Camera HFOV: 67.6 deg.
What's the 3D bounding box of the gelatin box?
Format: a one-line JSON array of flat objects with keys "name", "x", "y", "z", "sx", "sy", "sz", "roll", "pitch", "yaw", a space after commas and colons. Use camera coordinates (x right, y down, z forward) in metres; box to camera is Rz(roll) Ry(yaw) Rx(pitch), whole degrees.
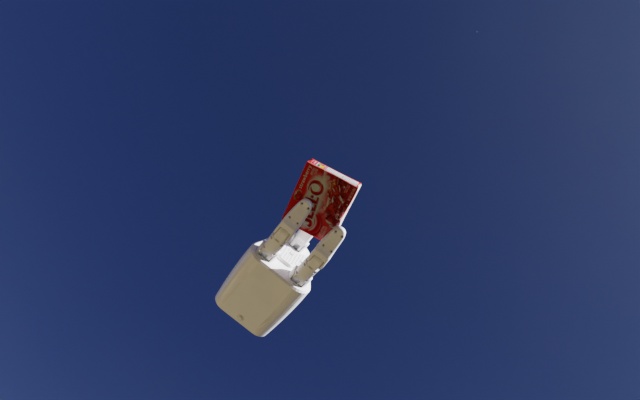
[{"name": "gelatin box", "x": 0.000, "y": 0.002, "z": 0.615, "sx": 0.073, "sy": 0.089, "sz": 0.030, "roll": 28, "pitch": 19, "yaw": 6}]
